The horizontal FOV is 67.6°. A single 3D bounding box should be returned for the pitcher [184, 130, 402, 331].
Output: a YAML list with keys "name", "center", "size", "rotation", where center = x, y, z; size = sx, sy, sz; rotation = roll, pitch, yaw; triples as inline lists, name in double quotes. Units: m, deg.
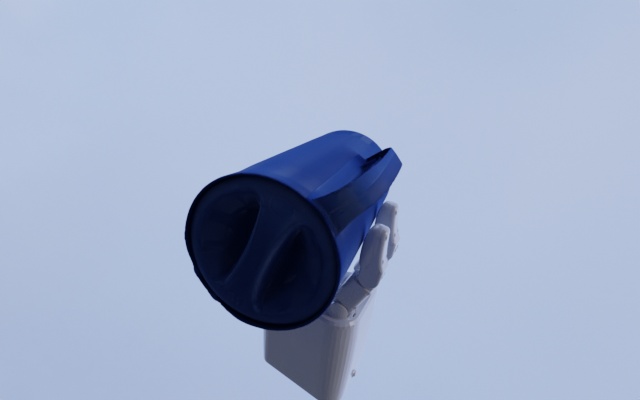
- name: "pitcher"
  center: [0.000, 0.002, 0.461]
  size: [0.149, 0.145, 0.242]
  rotation: [15, 24, 16]
